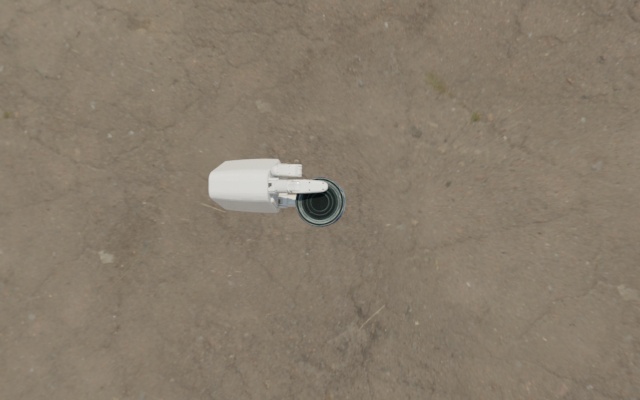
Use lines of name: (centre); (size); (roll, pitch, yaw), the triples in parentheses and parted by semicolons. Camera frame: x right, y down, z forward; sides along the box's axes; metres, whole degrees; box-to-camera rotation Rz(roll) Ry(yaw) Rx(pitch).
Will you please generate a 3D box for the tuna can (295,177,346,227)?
tuna can: (0.000, 0.003, 0.819); (0.086, 0.086, 0.034); (0, -1, 5)
